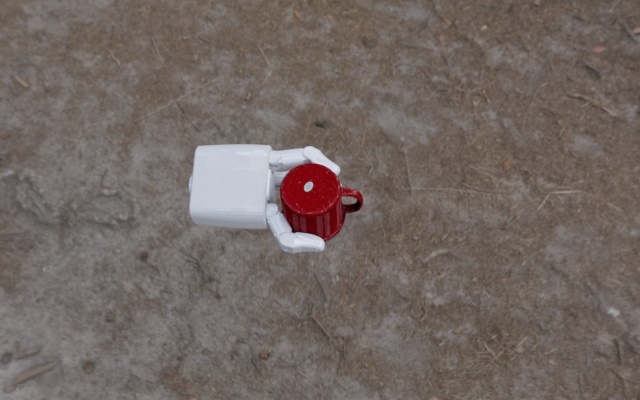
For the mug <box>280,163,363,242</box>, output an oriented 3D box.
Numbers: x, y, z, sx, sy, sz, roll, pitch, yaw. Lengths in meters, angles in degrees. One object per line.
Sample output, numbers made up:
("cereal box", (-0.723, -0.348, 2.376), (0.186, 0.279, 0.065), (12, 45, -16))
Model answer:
("mug", (0.002, 0.002, 0.654), (0.117, 0.093, 0.081), (0, -28, 3))
